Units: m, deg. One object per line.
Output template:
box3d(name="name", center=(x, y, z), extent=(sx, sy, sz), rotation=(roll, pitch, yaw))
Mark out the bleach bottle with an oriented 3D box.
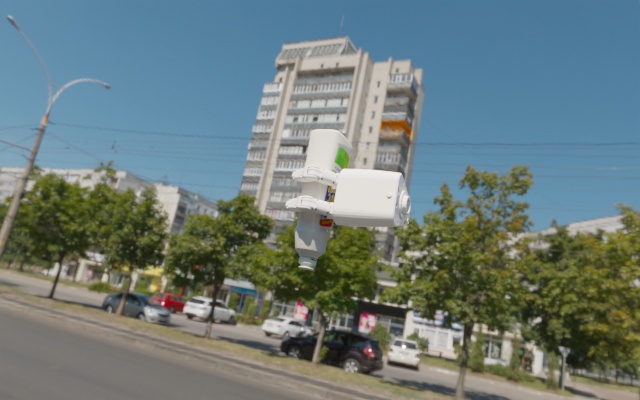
box3d(name="bleach bottle", center=(0.000, 0.003, 0.871), extent=(0.068, 0.250, 0.103), rotation=(4, -16, 23))
